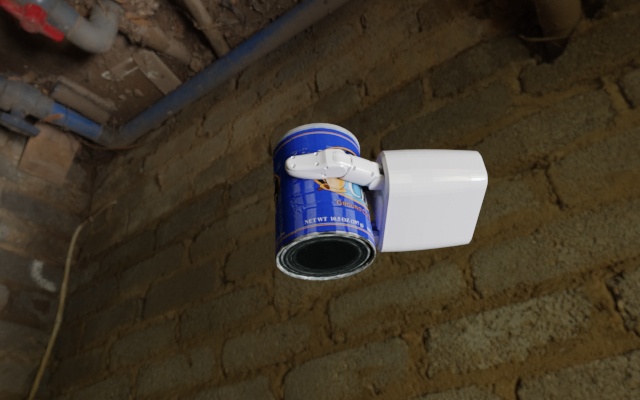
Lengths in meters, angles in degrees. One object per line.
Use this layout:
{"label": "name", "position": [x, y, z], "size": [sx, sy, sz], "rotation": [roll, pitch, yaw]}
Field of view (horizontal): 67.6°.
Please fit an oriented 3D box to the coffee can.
{"label": "coffee can", "position": [0.000, 0.002, 0.522], "size": [0.103, 0.140, 0.103], "rotation": [-4, -34, -2]}
